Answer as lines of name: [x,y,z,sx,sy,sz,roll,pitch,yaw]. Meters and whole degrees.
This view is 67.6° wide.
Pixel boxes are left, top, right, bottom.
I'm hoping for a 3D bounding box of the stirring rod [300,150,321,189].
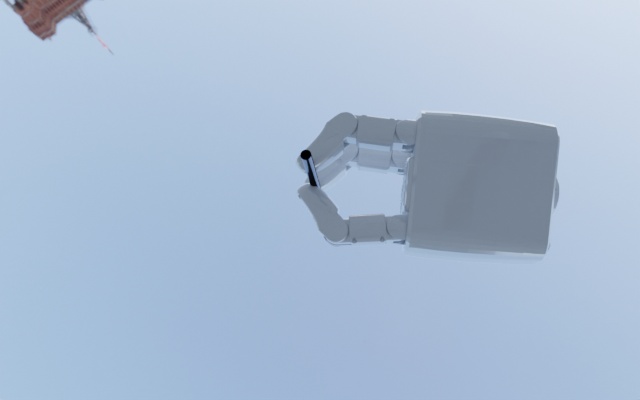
stirring rod: [0.000,0.002,0.454,0.011,0.011,0.240,0,-16,5]
